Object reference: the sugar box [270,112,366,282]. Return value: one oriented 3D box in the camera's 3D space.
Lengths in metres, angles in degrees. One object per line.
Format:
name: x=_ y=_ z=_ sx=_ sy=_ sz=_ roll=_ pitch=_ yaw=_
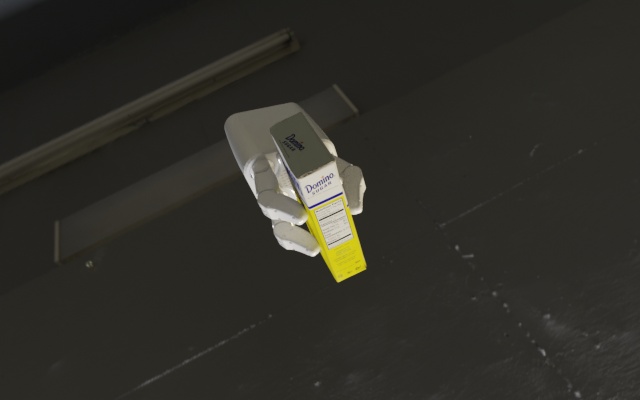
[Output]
sugar box: x=0.000 y=0.002 z=0.518 sx=0.048 sy=0.176 sz=0.093 roll=-27 pitch=46 yaw=-4
